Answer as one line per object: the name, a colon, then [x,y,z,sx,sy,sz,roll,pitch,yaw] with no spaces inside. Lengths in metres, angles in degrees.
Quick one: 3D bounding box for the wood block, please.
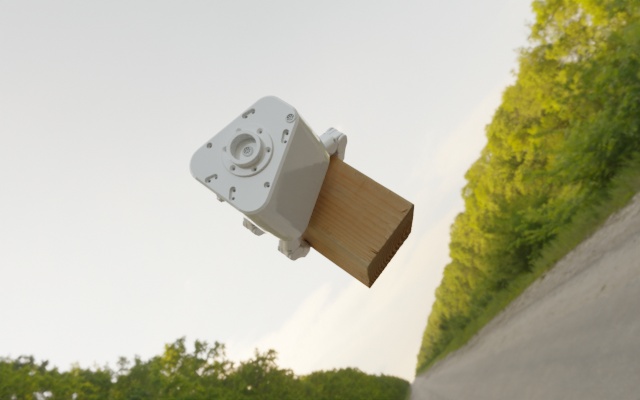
wood block: [0.000,0.001,0.574,0.206,0.091,0.090,34,-17,21]
